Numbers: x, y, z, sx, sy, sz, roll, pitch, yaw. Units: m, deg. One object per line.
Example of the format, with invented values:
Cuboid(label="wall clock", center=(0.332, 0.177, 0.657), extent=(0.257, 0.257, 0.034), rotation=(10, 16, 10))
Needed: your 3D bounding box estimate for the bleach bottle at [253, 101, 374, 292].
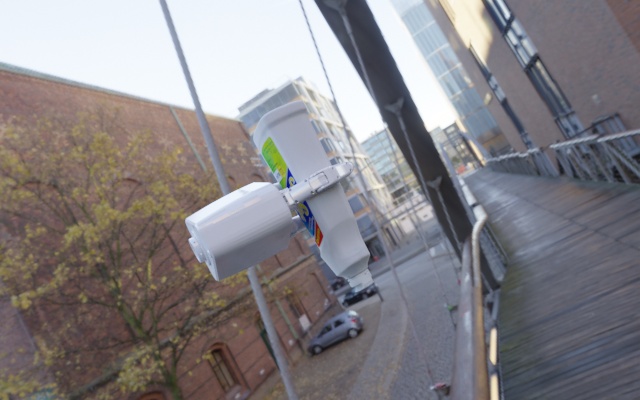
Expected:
Cuboid(label="bleach bottle", center=(0.000, 0.002, 0.628), extent=(0.068, 0.251, 0.102), rotation=(-27, -5, -22))
